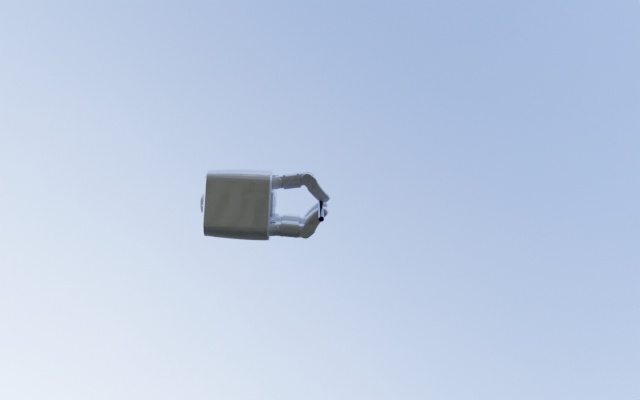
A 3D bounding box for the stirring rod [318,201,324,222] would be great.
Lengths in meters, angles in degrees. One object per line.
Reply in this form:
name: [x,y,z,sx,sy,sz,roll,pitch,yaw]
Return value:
stirring rod: [0.000,0.003,0.780,0.011,0.011,0.239,0,11,-1]
